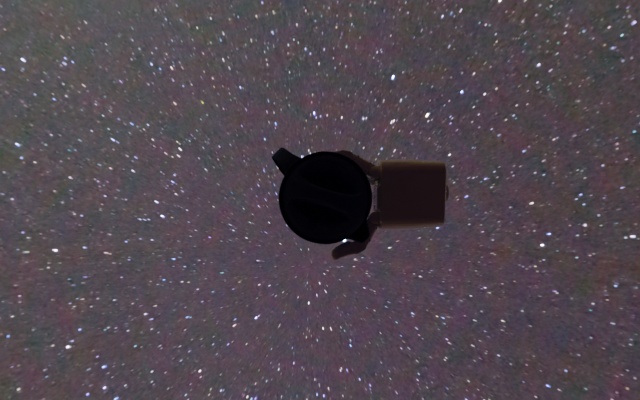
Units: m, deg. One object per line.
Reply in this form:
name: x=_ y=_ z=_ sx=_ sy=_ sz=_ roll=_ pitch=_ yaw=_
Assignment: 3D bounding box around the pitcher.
pitcher: x=0.000 y=0.003 z=0.789 sx=0.145 sy=0.149 sz=0.243 roll=-2 pitch=-8 yaw=0
